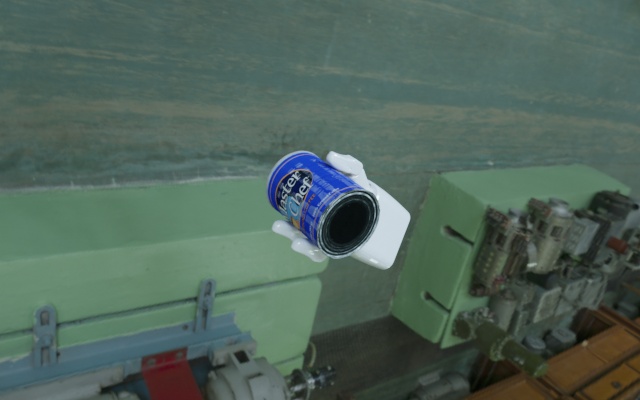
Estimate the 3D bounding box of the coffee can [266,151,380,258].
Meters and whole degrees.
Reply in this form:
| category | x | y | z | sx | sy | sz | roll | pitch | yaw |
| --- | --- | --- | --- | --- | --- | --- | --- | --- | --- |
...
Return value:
| category | x | y | z | sx | sy | sz | roll | pitch | yaw |
| --- | --- | --- | --- | --- | --- | --- | --- | --- | --- |
| coffee can | 0.000 | 0.002 | 0.673 | 0.103 | 0.103 | 0.140 | 0 | 25 | -37 |
